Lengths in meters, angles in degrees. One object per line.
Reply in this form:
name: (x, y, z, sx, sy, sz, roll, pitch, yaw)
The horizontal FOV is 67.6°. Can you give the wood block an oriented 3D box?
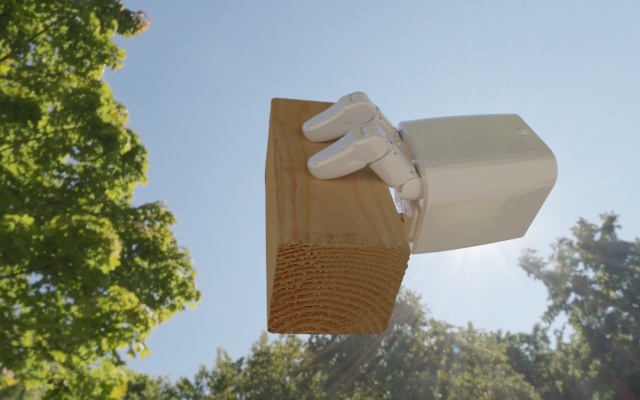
wood block: (0.000, 0.002, 0.404, 0.090, 0.091, 0.206, 2, 37, -9)
